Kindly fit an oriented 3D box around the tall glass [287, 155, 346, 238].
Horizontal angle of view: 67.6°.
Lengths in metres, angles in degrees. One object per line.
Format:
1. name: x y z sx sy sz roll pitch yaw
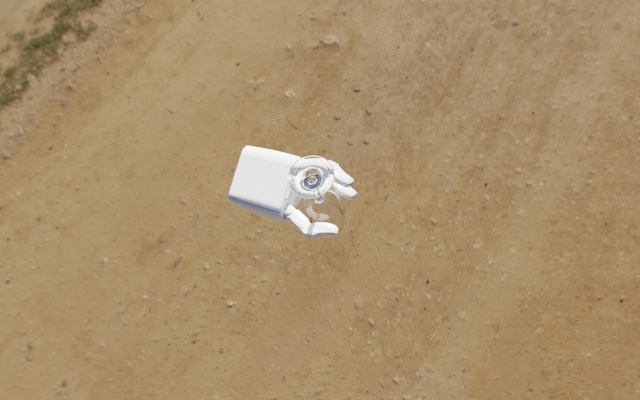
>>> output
1. tall glass: 0.000 0.003 0.819 0.079 0.079 0.201 0 -23 10
